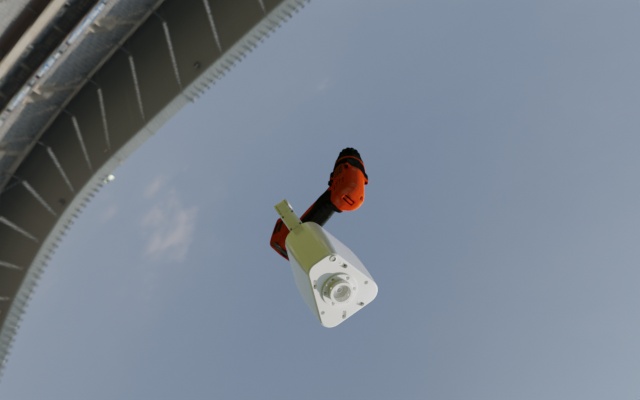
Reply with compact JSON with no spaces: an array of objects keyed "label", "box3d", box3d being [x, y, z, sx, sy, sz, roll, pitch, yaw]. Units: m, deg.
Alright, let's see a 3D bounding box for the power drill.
[{"label":"power drill","box3d":[0.000,0.003,0.787,0.057,0.188,0.184,39,22,-12]}]
